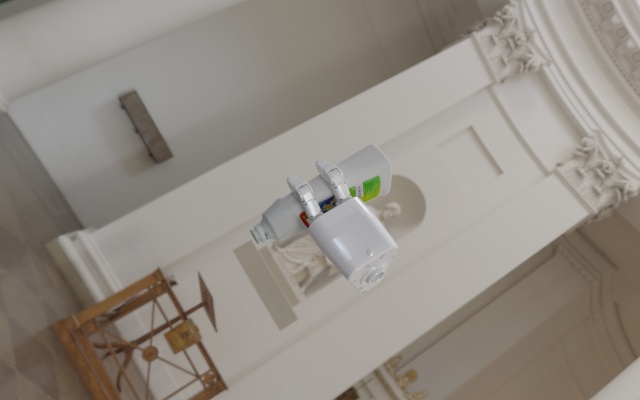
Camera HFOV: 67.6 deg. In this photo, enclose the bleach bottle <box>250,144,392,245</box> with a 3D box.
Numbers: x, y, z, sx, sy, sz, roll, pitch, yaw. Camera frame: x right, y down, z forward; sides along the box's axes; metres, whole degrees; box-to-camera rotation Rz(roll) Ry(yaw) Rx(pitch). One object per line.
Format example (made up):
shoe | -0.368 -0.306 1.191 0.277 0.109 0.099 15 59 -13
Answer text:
bleach bottle | 0.000 0.002 0.796 0.251 0.068 0.103 -30 -31 -15
